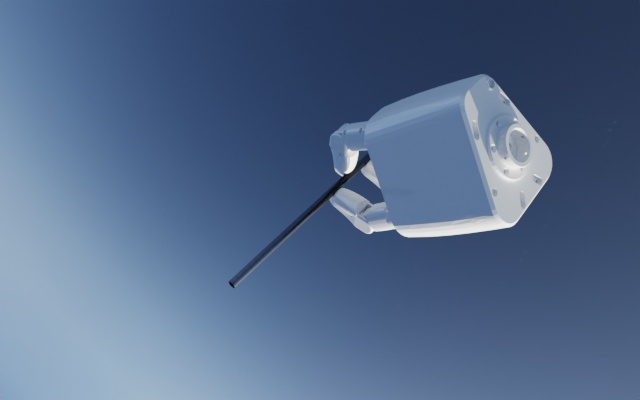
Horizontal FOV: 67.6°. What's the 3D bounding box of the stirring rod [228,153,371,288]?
[{"bbox_3d":[0.000,0.001,0.471,0.239,0.011,0.011,-43,24,-29],"label":"stirring rod"}]
